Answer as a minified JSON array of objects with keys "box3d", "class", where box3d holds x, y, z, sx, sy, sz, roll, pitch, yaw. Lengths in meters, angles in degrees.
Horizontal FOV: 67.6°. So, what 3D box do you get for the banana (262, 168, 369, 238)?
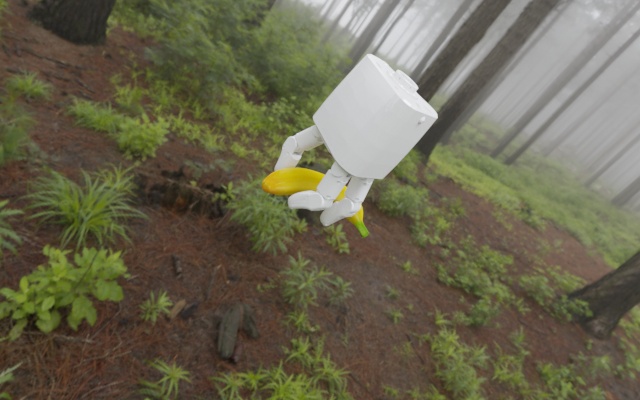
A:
[{"box3d":[-0.001,-0.010,0.666,0.198,0.069,0.037,25,-56,-36],"class":"banana"}]
